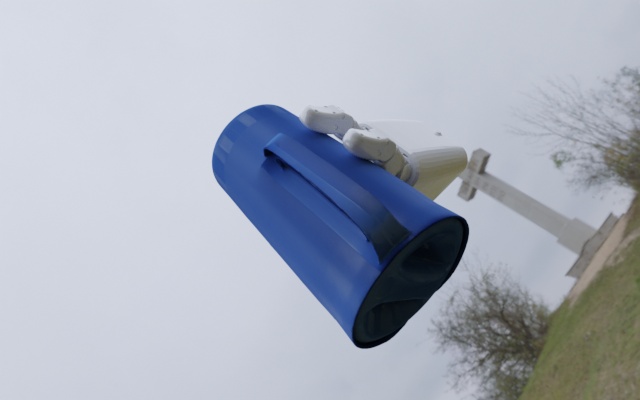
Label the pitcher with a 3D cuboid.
[{"bbox_3d":[0.000,0.001,0.437,0.145,0.149,0.242,-13,42,-42],"label":"pitcher"}]
